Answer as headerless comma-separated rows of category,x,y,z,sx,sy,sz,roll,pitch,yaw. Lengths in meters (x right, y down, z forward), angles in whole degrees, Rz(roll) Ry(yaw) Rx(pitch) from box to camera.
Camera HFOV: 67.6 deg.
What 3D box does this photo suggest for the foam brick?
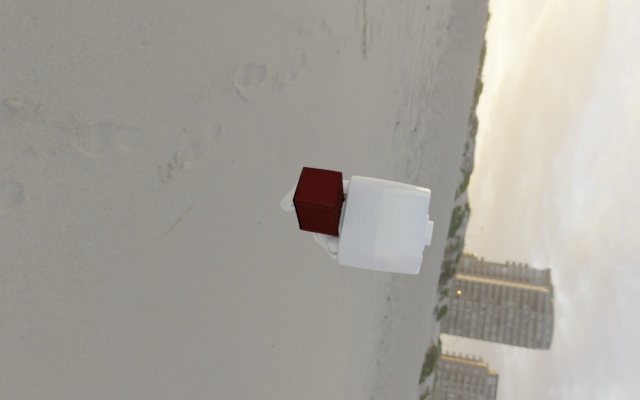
foam brick,0.000,0.002,0.600,0.051,0.053,0.078,9,-28,11
